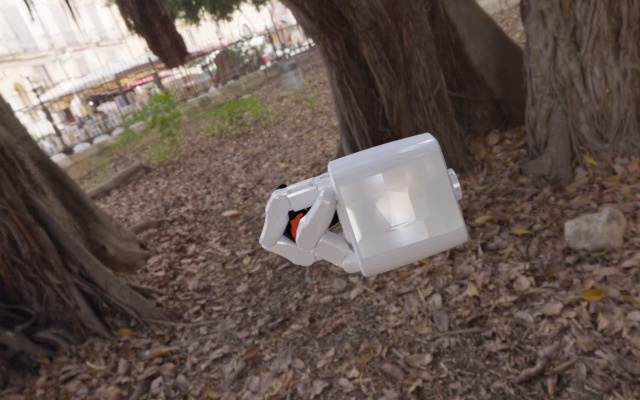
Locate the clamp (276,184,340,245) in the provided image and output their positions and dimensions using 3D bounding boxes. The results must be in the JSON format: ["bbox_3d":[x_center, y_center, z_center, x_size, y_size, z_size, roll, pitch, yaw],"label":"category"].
[{"bbox_3d":[0.000,0.001,0.555,0.120,0.039,0.171,-18,19,5],"label":"clamp"}]
